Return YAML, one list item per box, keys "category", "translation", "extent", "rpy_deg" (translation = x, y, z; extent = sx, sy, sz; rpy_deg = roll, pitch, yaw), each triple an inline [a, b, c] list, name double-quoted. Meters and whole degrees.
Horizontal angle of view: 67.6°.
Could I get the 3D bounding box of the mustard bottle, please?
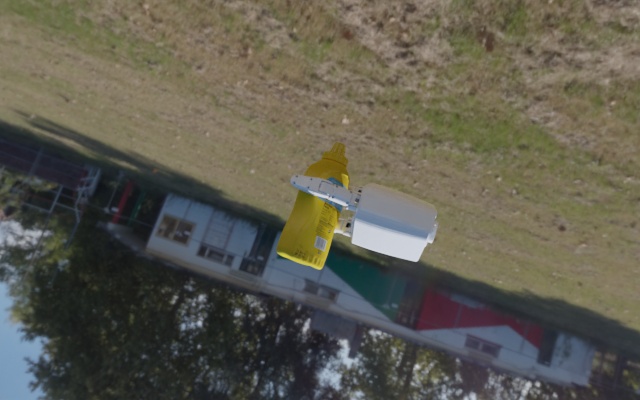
- category: "mustard bottle"
  translation: [0.000, 0.003, 0.720]
  extent: [0.058, 0.191, 0.096]
  rpy_deg: [13, -11, 34]
